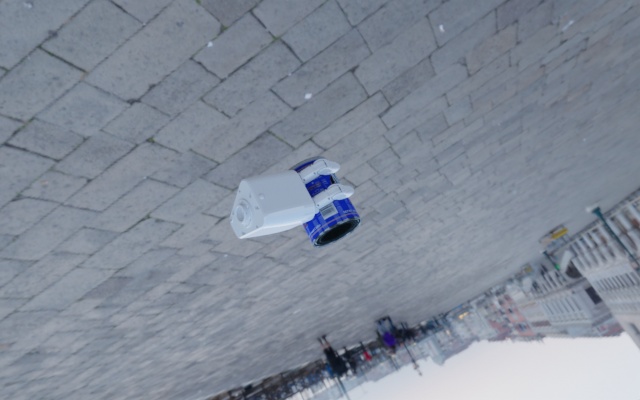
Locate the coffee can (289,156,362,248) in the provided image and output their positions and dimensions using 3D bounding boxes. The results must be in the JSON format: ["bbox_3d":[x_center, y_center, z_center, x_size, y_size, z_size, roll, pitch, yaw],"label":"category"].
[{"bbox_3d":[0.000,0.003,0.898,0.103,0.140,0.103,-25,-20,-10],"label":"coffee can"}]
